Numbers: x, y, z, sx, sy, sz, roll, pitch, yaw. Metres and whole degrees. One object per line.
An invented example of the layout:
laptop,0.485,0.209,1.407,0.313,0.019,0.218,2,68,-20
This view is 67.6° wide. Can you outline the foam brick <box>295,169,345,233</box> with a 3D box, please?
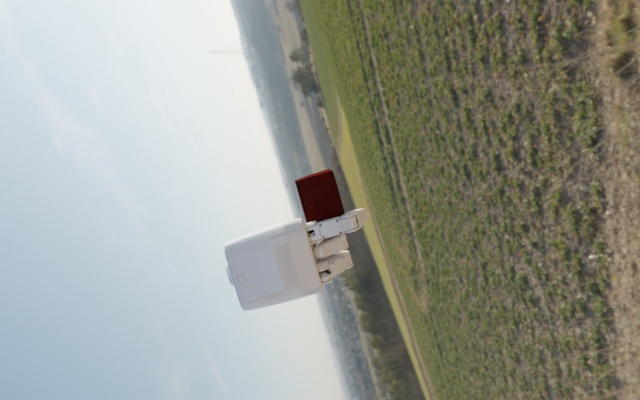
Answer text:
foam brick,0.000,0.002,0.641,0.051,0.078,0.053,-16,5,-3
